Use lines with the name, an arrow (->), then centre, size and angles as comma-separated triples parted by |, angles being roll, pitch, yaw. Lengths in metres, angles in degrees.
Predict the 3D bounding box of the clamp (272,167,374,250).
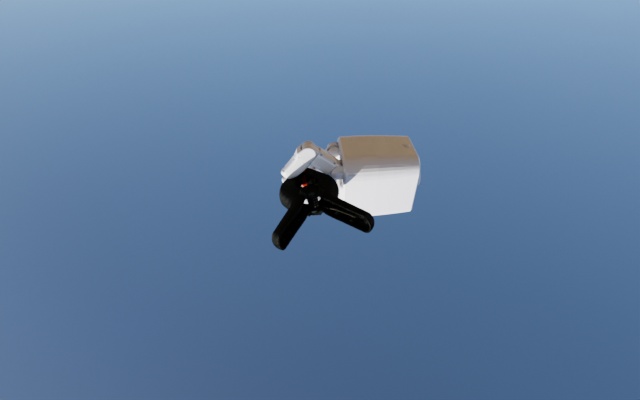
clamp -> 0.000, 0.002, 0.611 | 0.120, 0.039, 0.171 | -1, 33, -3
